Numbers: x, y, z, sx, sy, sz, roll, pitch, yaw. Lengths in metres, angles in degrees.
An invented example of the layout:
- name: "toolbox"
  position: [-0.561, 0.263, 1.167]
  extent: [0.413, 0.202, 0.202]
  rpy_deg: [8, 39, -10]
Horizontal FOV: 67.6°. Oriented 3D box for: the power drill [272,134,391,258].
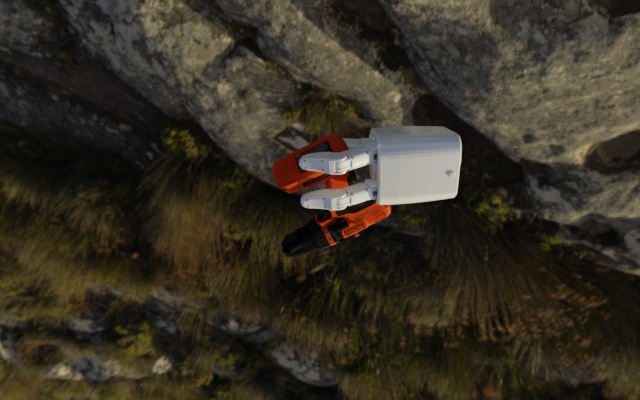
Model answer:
- name: "power drill"
  position: [0.000, 0.002, 0.697]
  extent: [0.184, 0.057, 0.188]
  rpy_deg: [-27, -38, 3]
